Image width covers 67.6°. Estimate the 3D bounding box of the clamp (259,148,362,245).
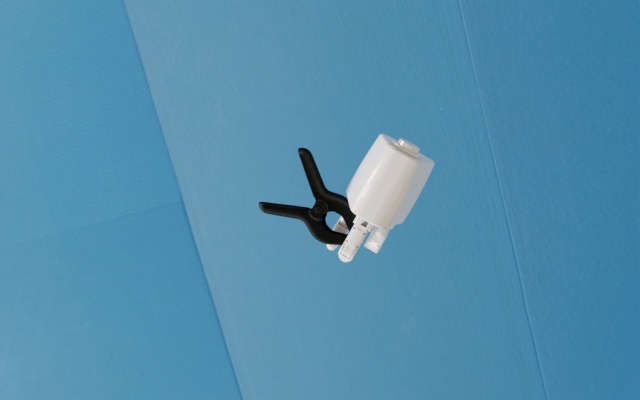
[{"bbox_3d":[0.000,0.003,0.729,0.171,0.120,0.039,30,17,7],"label":"clamp"}]
